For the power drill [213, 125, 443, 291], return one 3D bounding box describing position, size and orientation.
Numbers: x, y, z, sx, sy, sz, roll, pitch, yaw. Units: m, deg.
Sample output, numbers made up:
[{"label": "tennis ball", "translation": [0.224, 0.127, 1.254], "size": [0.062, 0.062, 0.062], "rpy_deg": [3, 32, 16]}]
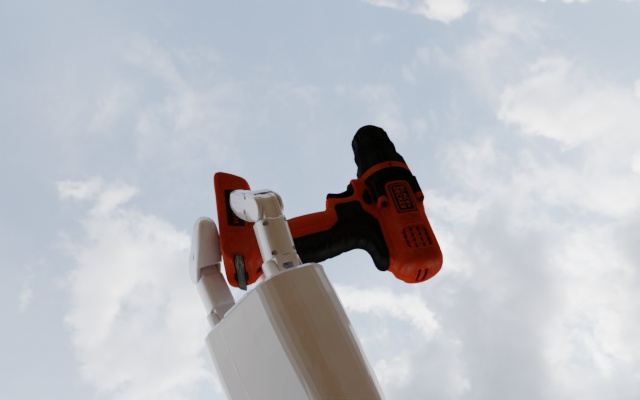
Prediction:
[{"label": "power drill", "translation": [0.000, 0.002, 0.439], "size": [0.187, 0.184, 0.057], "rpy_deg": [-8, -42, -8]}]
